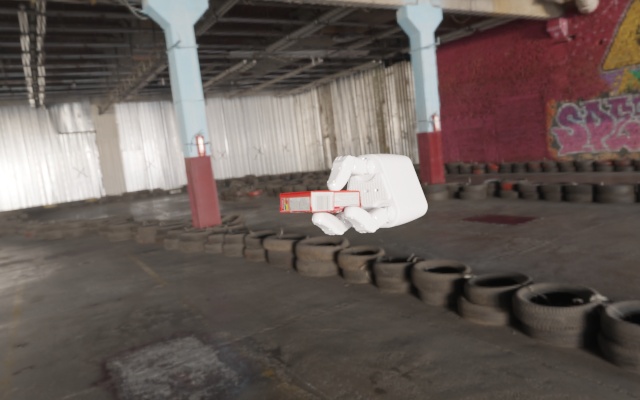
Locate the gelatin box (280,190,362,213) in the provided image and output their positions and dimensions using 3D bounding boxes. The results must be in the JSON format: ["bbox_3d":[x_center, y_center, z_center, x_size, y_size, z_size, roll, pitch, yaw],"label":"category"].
[{"bbox_3d":[0.000,0.002,0.658,0.089,0.030,0.073,-2,0,-39],"label":"gelatin box"}]
